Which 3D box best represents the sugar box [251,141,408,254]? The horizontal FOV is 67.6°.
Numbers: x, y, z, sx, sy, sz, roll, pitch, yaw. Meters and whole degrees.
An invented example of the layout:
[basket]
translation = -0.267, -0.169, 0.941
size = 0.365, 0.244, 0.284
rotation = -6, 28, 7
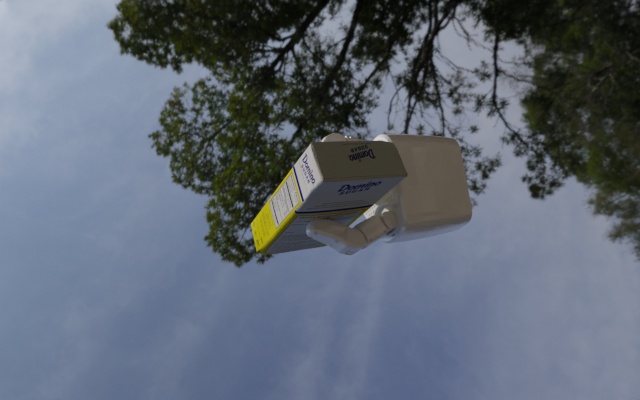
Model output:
[sugar box]
translation = 0.000, 0.001, 0.489
size = 0.093, 0.048, 0.176
rotation = -5, -26, -30
